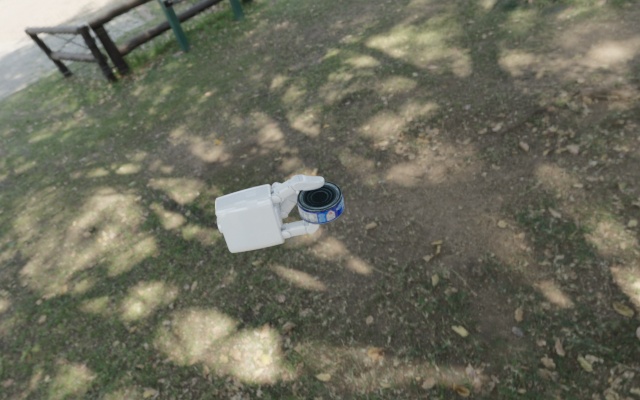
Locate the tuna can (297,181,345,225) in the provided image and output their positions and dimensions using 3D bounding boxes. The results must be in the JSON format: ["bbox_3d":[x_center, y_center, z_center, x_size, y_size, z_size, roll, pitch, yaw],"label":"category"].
[{"bbox_3d":[0.000,0.002,0.876,0.086,0.034,0.086,-6,41,5],"label":"tuna can"}]
